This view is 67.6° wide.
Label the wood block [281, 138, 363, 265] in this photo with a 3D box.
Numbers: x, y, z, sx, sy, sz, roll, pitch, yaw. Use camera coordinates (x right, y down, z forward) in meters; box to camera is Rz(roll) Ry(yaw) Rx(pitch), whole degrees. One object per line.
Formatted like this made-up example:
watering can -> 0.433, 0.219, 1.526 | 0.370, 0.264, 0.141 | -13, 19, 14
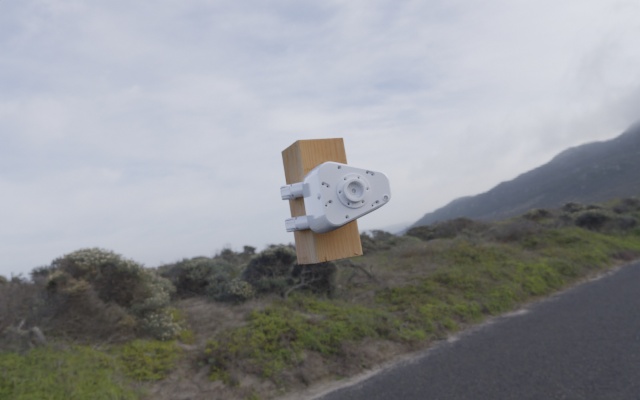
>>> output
wood block -> 0.001, 0.003, 0.839 | 0.091, 0.206, 0.090 | -6, -6, -24
